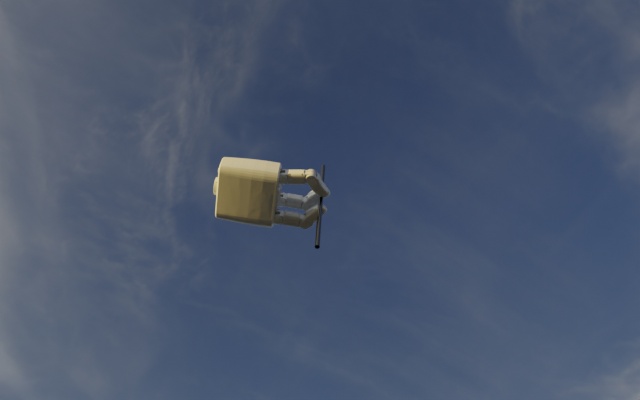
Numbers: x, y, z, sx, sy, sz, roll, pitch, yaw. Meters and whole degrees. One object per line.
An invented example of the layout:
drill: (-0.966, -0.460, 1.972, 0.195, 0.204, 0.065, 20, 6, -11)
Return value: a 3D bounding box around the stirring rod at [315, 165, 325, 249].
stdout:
stirring rod: (0.000, 0.003, 0.851, 0.011, 0.011, 0.239, 0, 36, 3)
